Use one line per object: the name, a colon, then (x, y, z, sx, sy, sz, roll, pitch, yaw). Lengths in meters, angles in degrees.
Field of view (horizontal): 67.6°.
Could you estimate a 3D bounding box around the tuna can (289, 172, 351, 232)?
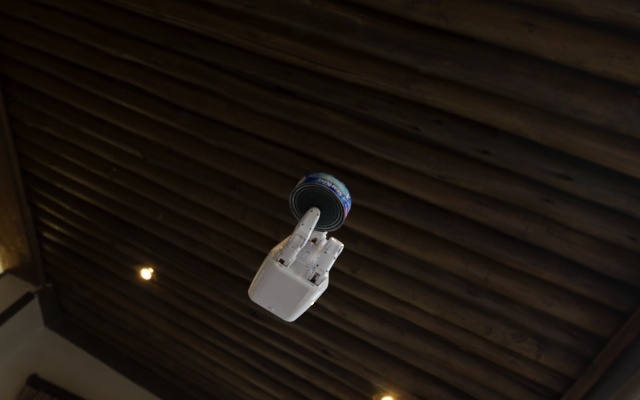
tuna can: (0.000, 0.002, 0.689, 0.086, 0.086, 0.033, 0, 35, 26)
